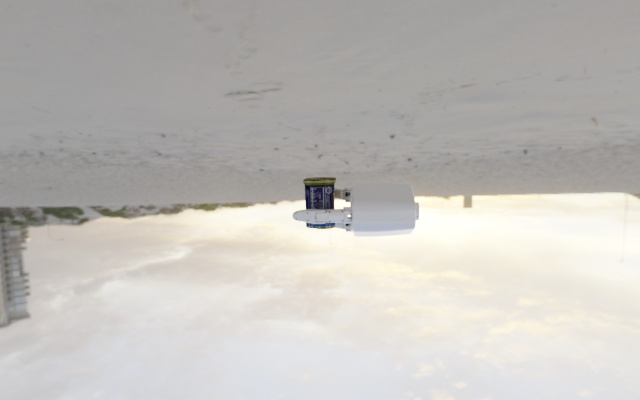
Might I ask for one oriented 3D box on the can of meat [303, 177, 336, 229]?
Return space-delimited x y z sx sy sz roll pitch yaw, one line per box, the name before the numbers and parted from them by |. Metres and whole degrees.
can of meat | 0.000 0.003 0.856 0.057 0.084 0.102 -1 6 2
